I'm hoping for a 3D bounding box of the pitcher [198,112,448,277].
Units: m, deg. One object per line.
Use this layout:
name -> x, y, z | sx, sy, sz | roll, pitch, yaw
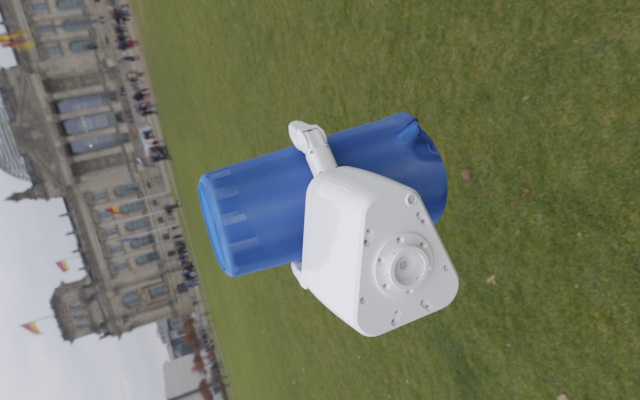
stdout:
pitcher -> 0.000, 0.002, 0.520 | 0.243, 0.149, 0.145 | -16, 16, -18
